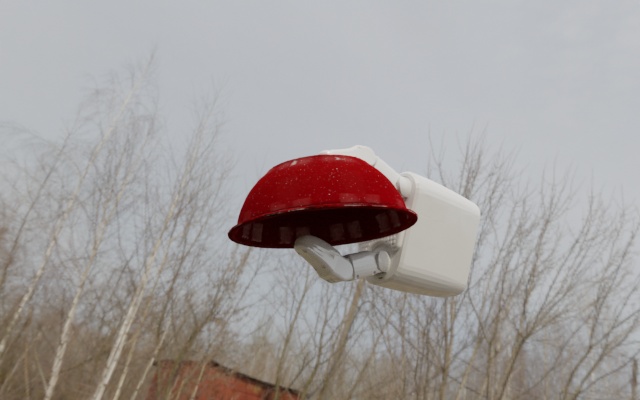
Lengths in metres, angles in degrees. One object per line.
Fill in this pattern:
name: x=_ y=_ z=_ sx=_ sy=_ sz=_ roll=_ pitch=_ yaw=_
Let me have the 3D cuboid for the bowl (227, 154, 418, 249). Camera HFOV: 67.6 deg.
bowl: x=-0.001 y=0.001 z=0.414 sx=0.162 sy=0.055 sz=0.162 roll=-5 pitch=-15 yaw=-1
